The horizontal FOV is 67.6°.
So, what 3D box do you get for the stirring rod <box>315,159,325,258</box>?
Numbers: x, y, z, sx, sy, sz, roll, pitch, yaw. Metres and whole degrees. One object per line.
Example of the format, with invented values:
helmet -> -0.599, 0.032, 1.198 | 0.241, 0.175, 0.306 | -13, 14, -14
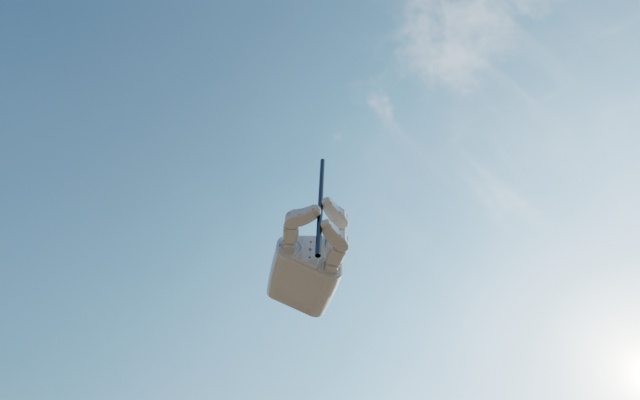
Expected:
stirring rod -> 0.000, 0.003, 0.745 | 0.011, 0.011, 0.239 | 0, 37, 2
